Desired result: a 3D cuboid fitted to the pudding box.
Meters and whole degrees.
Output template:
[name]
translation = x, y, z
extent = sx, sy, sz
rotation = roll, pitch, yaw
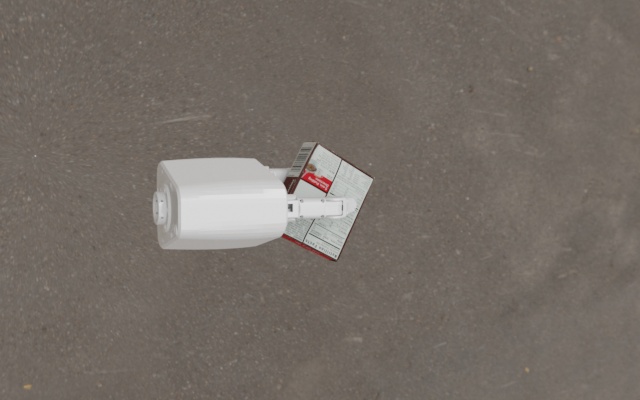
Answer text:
[pudding box]
translation = 0.000, 0.002, 0.547
extent = 0.090, 0.113, 0.039
rotation = 30, -9, -26
